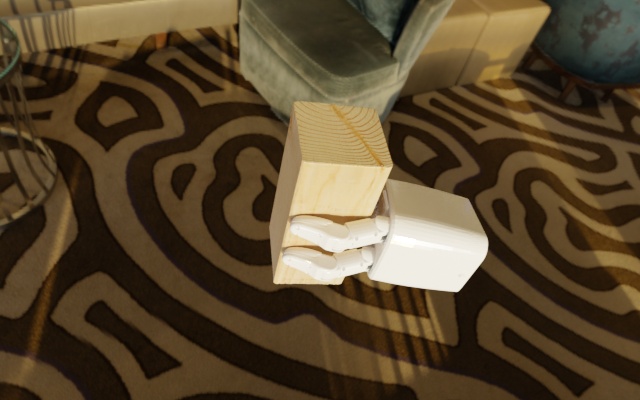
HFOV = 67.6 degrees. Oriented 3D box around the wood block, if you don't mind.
[{"bbox_3d":[0.000,0.001,0.537,0.090,0.090,0.206,3,-42,-13],"label":"wood block"}]
